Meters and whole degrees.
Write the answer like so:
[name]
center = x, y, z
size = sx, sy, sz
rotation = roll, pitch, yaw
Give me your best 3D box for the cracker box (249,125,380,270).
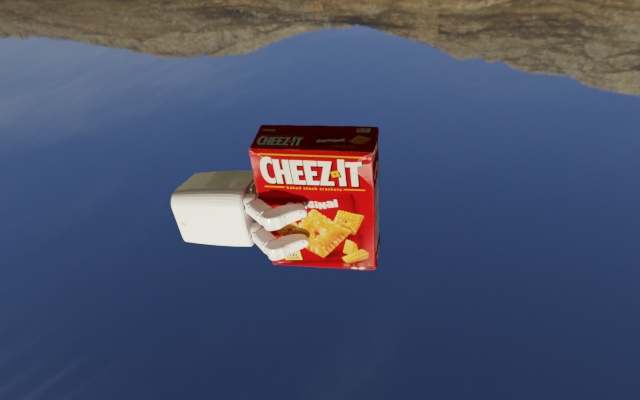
[cracker box]
center = 0.000, 0.002, 0.681
size = 0.164, 0.214, 0.072
rotation = 2, 40, 11
